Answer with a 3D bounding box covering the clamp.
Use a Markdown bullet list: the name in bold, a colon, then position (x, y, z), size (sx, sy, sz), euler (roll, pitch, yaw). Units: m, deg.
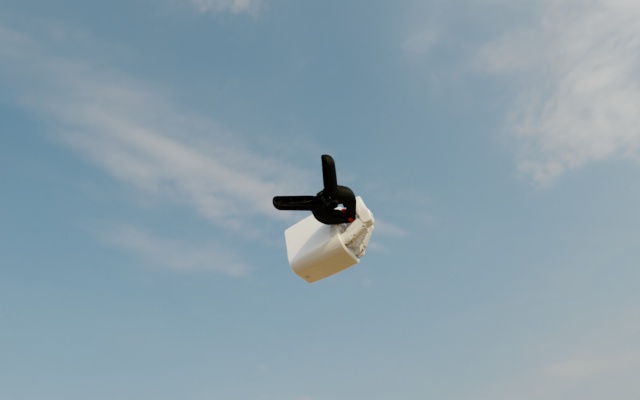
- **clamp**: position (0.000, 0.002, 0.798), size (0.120, 0.039, 0.171), euler (-30, -40, 10)
